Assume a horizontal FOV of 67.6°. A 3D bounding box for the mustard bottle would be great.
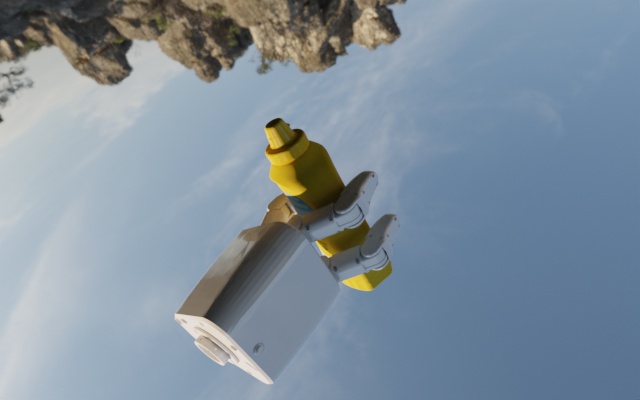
[{"bbox_3d":[0.000,0.002,0.473,0.058,0.192,0.096,-38,31,-9],"label":"mustard bottle"}]
